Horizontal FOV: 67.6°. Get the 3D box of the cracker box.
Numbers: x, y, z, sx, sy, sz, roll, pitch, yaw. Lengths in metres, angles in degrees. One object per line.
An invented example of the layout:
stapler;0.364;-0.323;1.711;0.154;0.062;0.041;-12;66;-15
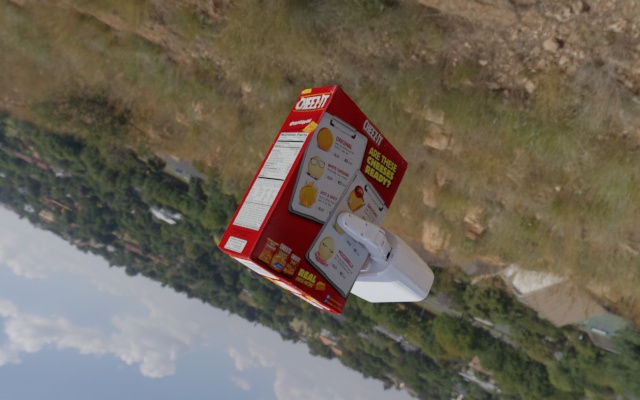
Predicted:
cracker box;0.000;0.002;0.561;0.072;0.213;0.164;9;-23;46
